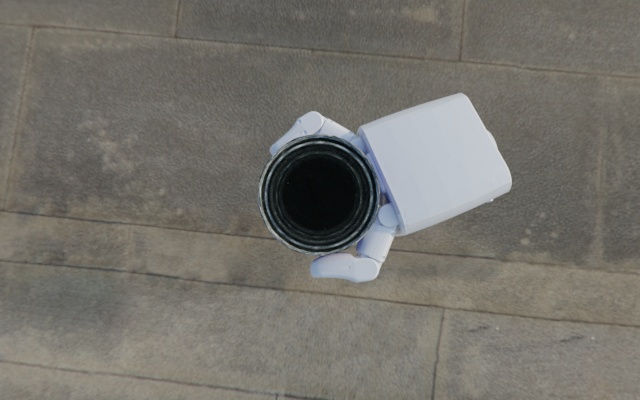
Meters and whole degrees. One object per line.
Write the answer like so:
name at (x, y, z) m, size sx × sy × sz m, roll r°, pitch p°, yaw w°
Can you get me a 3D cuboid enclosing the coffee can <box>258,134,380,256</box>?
coffee can at (0.000, 0.002, 0.465) m, size 0.103 × 0.103 × 0.140 m, roll 0°, pitch -5°, yaw 1°
